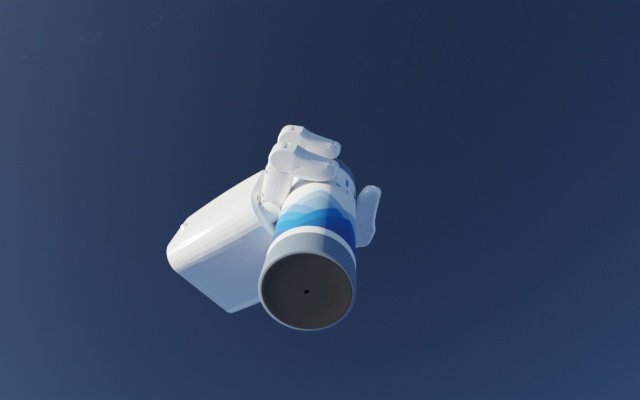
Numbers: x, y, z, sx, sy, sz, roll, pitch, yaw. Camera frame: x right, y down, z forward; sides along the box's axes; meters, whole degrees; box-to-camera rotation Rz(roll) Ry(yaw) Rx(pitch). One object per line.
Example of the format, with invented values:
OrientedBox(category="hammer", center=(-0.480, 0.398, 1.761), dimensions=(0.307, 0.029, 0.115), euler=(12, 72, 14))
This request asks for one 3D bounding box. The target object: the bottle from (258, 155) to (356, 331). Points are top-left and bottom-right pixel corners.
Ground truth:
OrientedBox(category="bottle", center=(0.000, 0.002, 0.454), dimensions=(0.069, 0.069, 0.295), euler=(0, 24, 4))
